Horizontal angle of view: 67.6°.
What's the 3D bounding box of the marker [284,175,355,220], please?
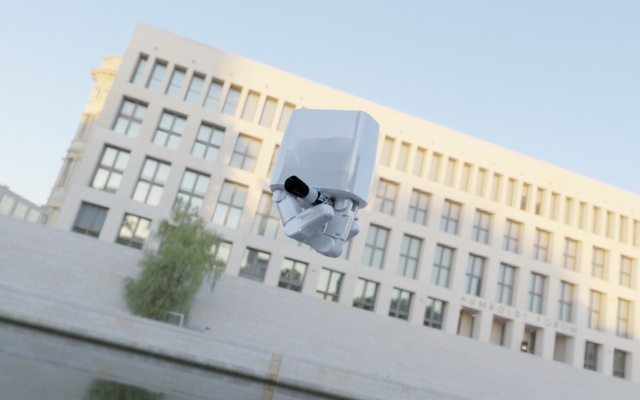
[{"bbox_3d":[0.000,0.002,0.532,0.020,0.020,0.121,0,-21,36],"label":"marker"}]
